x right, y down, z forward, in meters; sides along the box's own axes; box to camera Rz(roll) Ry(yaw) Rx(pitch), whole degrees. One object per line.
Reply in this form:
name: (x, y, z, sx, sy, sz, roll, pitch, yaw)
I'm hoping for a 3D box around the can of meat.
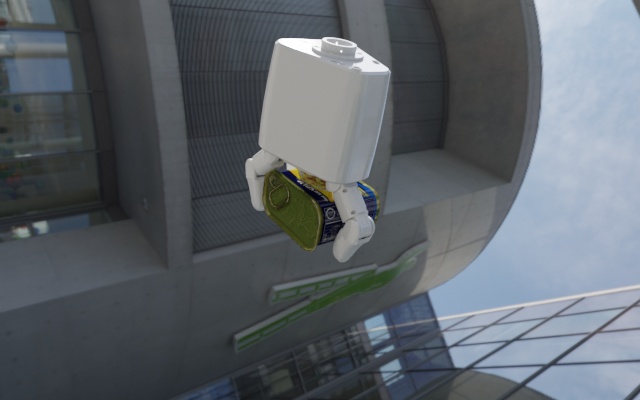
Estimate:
can of meat: (0.000, 0.002, 0.510, 0.084, 0.057, 0.102, -12, 35, -35)
